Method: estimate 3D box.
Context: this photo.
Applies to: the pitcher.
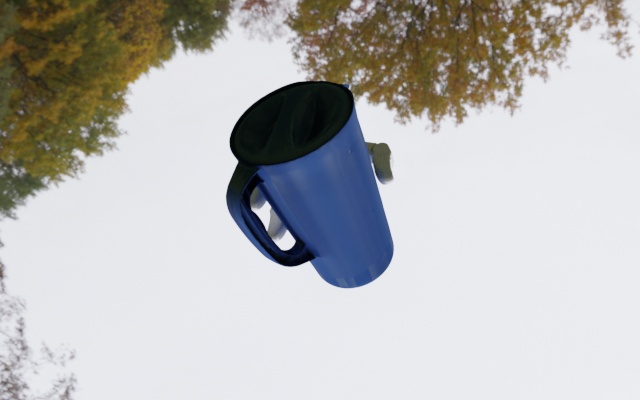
[{"bbox_3d":[0.000,0.002,0.546,0.149,0.145,0.243,-19,-48,8],"label":"pitcher"}]
